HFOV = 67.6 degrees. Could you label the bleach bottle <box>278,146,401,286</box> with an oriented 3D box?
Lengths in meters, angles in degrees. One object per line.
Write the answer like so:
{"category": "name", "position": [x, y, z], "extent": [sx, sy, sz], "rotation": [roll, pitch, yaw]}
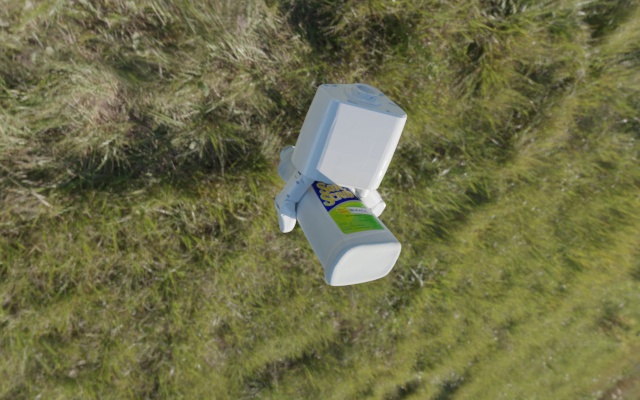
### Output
{"category": "bleach bottle", "position": [0.000, 0.002, 0.649], "extent": [0.102, 0.068, 0.250], "rotation": [-2, 38, -33]}
